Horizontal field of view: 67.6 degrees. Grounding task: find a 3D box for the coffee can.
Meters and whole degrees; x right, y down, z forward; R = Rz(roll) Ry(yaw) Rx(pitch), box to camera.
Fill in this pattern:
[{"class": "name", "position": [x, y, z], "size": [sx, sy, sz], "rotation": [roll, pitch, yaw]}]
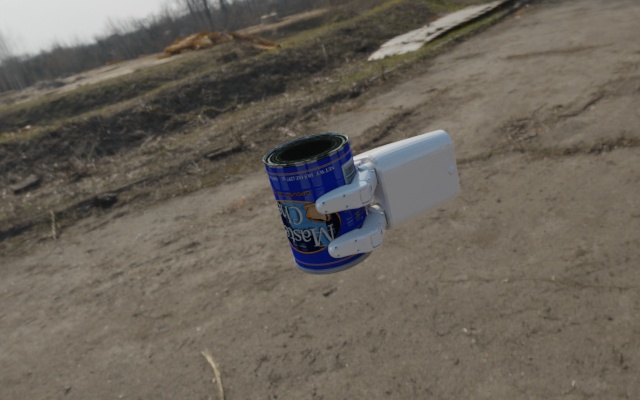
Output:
[{"class": "coffee can", "position": [0.000, 0.002, 0.571], "size": [0.103, 0.140, 0.102], "rotation": [-13, 22, 6]}]
